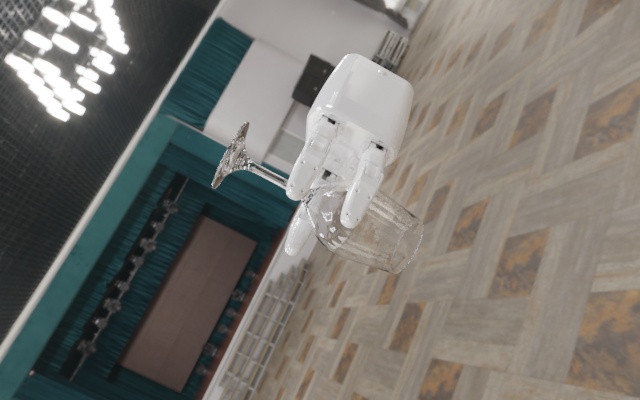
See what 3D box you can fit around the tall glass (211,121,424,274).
[{"bbox_3d":[-0.001,0.001,0.473,0.201,0.079,0.079,28,-3,-5],"label":"tall glass"}]
